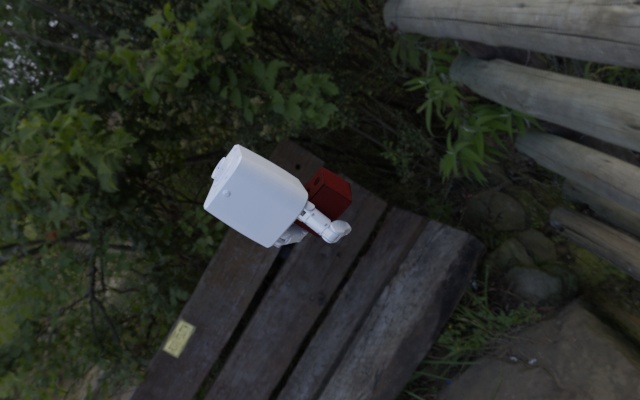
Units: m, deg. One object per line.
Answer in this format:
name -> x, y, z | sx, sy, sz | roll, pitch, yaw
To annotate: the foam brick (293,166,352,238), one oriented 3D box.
foam brick -> 0.000, 0.002, 0.674 | 0.051, 0.078, 0.053 | 33, 24, -20
